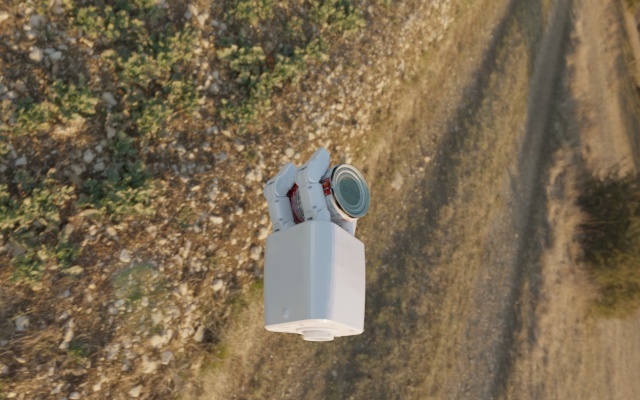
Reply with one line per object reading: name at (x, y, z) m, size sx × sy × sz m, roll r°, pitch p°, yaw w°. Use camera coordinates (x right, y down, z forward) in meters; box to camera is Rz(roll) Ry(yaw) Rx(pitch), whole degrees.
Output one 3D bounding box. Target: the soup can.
soup can at (0.000, 0.001, 0.576) m, size 0.102 × 0.068 × 0.068 m, roll -21°, pitch -14°, yaw 41°
